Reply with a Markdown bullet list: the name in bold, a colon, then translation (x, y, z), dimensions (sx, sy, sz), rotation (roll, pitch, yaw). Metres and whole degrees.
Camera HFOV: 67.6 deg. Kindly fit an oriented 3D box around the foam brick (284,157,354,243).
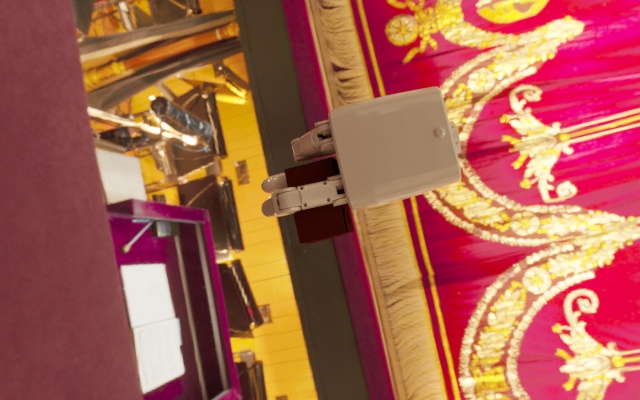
- **foam brick**: translation (0.000, 0.002, 0.490), dimensions (0.051, 0.078, 0.053), rotation (-13, -5, 8)
